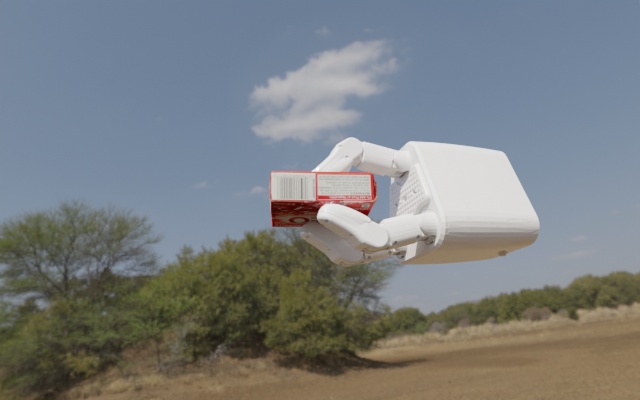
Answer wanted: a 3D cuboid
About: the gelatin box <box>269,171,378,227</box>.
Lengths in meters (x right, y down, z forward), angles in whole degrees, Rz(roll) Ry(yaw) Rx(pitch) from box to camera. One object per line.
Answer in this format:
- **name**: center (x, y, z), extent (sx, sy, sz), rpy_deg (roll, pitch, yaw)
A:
- **gelatin box**: center (0.000, 0.001, 0.424), extent (0.089, 0.030, 0.073), rpy_deg (1, -19, -5)
